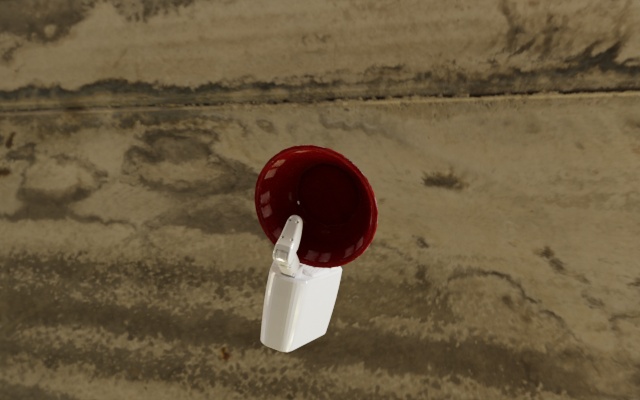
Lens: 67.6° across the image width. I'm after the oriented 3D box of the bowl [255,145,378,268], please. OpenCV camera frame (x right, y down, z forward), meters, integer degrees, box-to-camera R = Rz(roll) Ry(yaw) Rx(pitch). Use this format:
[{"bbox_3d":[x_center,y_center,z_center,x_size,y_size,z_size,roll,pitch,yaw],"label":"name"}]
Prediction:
[{"bbox_3d":[0.001,0.001,0.604,0.162,0.162,0.055,0,21,22],"label":"bowl"}]
